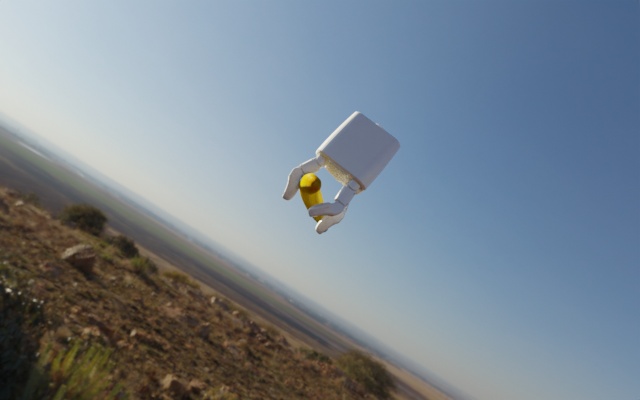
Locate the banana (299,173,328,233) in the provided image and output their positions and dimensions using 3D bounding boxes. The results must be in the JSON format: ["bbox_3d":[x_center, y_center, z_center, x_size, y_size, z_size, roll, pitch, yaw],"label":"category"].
[{"bbox_3d":[-0.011,-0.009,0.866,0.037,0.069,0.198,-37,-24,-10],"label":"banana"}]
